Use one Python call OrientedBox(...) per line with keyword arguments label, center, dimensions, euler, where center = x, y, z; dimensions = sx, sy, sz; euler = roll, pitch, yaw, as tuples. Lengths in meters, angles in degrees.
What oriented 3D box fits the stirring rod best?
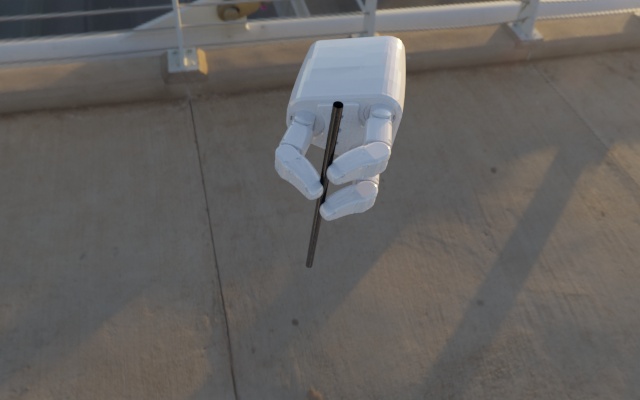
OrientedBox(label="stirring rod", center=(0.000, 0.001, 0.446), dimensions=(0.011, 0.011, 0.240), euler=(0, -36, -8))
